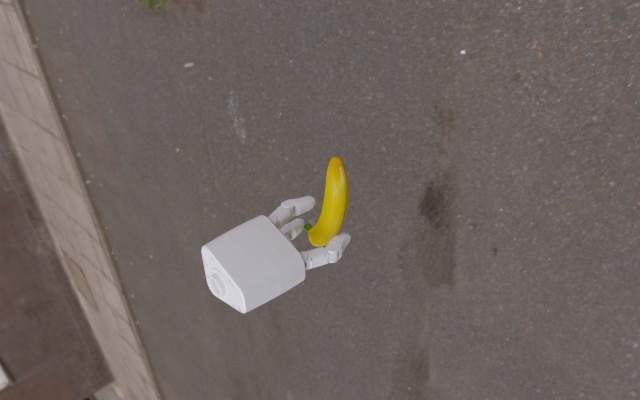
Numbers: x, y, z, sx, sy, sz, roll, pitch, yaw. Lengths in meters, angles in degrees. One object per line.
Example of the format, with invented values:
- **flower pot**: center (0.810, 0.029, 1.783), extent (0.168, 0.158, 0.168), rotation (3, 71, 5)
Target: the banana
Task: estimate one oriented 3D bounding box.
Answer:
- **banana**: center (0.010, 0.018, 0.733), extent (0.037, 0.069, 0.198), rotation (-24, -24, -32)
